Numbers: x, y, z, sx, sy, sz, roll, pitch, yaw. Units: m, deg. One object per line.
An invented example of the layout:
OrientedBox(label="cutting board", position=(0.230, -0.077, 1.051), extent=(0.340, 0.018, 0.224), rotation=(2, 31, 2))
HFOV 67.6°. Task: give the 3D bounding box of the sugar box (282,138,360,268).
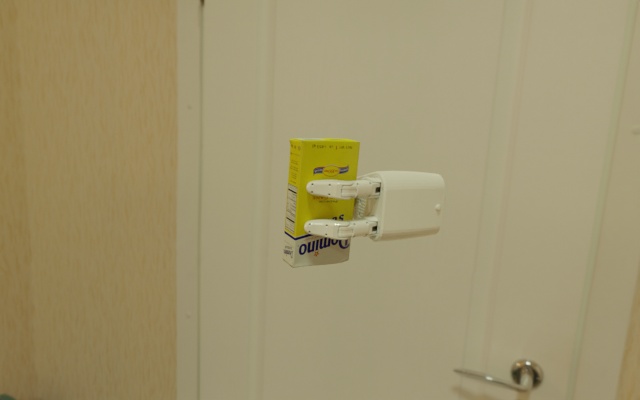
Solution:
OrientedBox(label="sugar box", position=(0.000, 0.002, 0.668), extent=(0.093, 0.176, 0.048), rotation=(-3, 12, -27))
